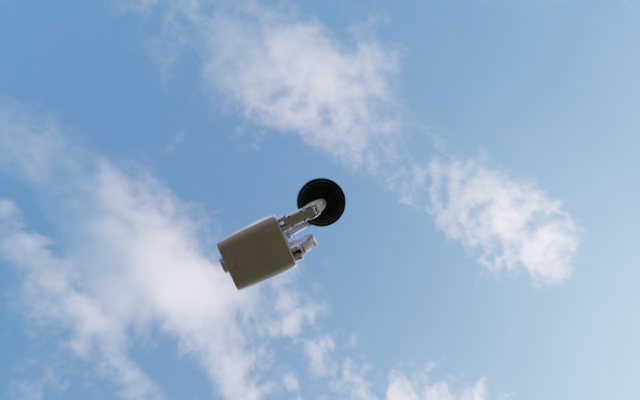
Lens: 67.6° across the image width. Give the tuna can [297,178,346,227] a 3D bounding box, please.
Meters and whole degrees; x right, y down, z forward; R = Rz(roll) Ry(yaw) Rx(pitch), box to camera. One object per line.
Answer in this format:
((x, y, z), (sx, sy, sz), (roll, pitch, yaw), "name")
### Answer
((0.000, 0.003, 0.851), (0.086, 0.086, 0.034), (0, 3, -7), "tuna can")
